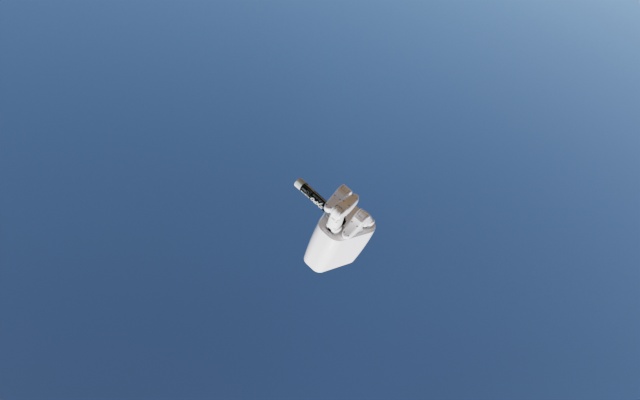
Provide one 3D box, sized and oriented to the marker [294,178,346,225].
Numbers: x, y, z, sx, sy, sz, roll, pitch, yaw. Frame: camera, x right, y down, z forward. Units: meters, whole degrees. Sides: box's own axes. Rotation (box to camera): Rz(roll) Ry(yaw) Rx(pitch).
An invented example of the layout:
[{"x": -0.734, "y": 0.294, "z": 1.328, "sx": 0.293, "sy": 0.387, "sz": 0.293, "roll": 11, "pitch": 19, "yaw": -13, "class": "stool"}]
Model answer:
[{"x": 0.000, "y": 0.003, "z": 0.872, "sx": 0.121, "sy": 0.020, "sz": 0.020, "roll": 42, "pitch": 15, "yaw": 18, "class": "marker"}]
